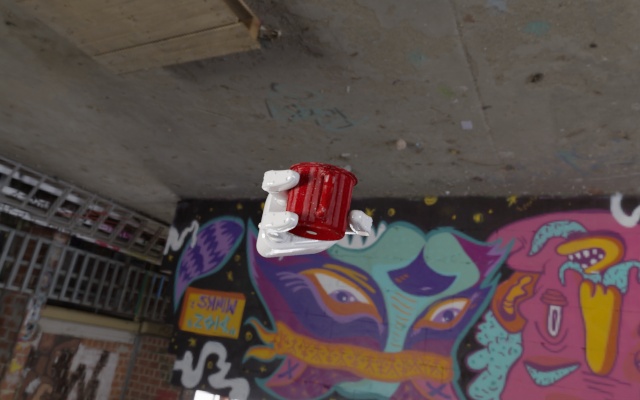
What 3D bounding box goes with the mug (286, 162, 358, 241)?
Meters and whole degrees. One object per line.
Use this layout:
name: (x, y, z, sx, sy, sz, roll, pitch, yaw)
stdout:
mug: (0.000, 0.002, 0.614, 0.093, 0.081, 0.117, 13, -17, -10)
